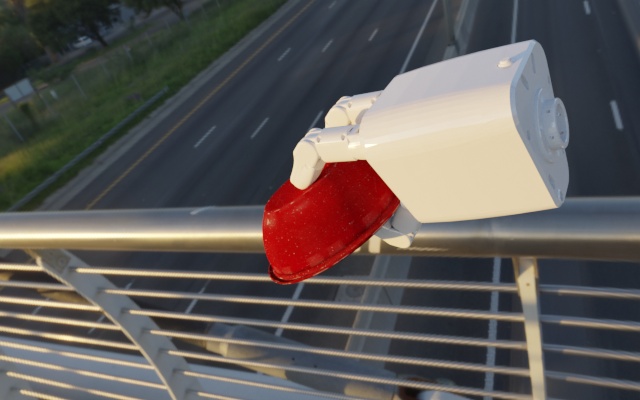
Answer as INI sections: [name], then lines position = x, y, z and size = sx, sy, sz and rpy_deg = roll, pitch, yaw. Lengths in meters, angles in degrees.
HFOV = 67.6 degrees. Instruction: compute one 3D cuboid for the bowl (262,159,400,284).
[bowl]
position = -0.001, 0.002, 0.445
size = 0.162, 0.055, 0.162
rpy_deg = -35, 16, 12
